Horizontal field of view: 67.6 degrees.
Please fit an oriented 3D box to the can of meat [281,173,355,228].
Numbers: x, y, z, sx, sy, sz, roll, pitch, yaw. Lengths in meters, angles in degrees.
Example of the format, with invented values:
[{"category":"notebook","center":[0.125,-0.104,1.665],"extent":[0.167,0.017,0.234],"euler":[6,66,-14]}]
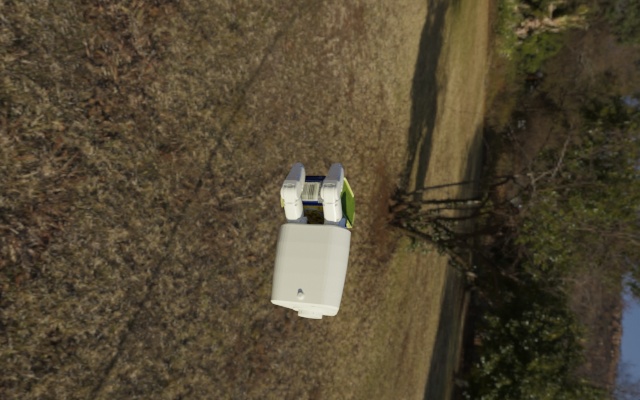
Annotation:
[{"category":"can of meat","center":[0.000,0.002,0.694],"extent":[0.084,0.057,0.102],"euler":[2,-23,18]}]
